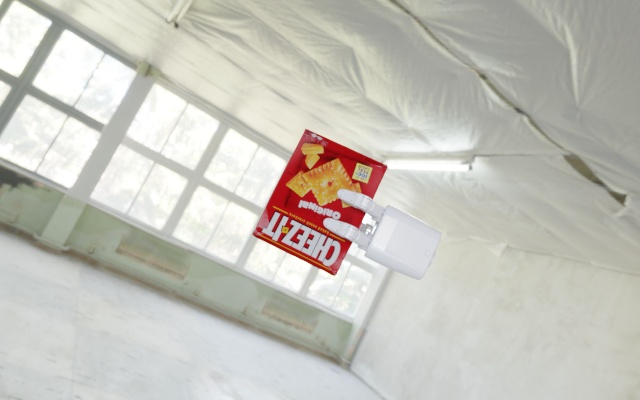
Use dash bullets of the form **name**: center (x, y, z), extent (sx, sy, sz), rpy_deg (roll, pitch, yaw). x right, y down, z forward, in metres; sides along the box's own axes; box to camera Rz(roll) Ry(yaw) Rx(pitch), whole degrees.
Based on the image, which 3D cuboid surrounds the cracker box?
- **cracker box**: center (0.000, 0.003, 0.845), extent (0.164, 0.213, 0.072), rpy_deg (26, -7, 3)
